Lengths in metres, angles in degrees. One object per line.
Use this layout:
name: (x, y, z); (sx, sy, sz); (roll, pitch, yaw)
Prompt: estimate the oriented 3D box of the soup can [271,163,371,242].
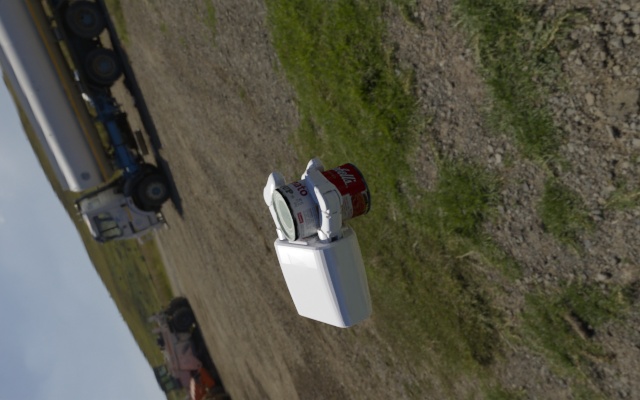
soup can: (0.000, 0.002, 0.577); (0.102, 0.068, 0.068); (-20, 7, -21)
